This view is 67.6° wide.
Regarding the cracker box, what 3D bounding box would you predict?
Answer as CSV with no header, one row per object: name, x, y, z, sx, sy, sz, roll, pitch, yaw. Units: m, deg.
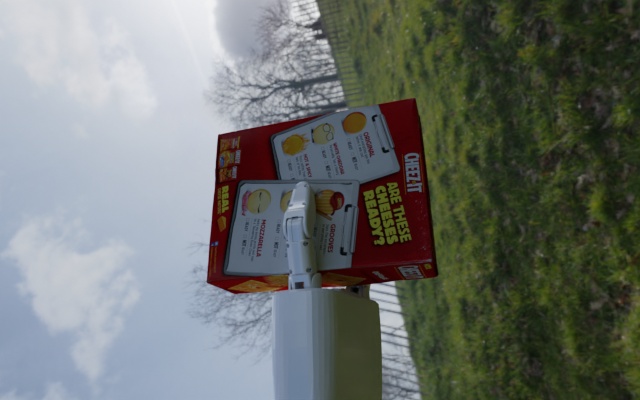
cracker box,0.000,0.002,0.479,0.214,0.164,0.072,-8,-23,16
